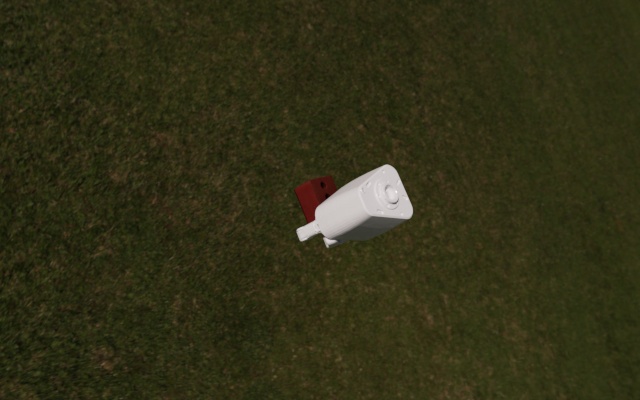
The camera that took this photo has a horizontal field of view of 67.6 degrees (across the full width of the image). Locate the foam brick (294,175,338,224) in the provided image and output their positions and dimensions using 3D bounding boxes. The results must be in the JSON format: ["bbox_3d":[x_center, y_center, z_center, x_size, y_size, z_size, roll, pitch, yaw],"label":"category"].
[{"bbox_3d":[0.000,0.002,0.826,0.053,0.078,0.051,-16,-10,-41],"label":"foam brick"}]
